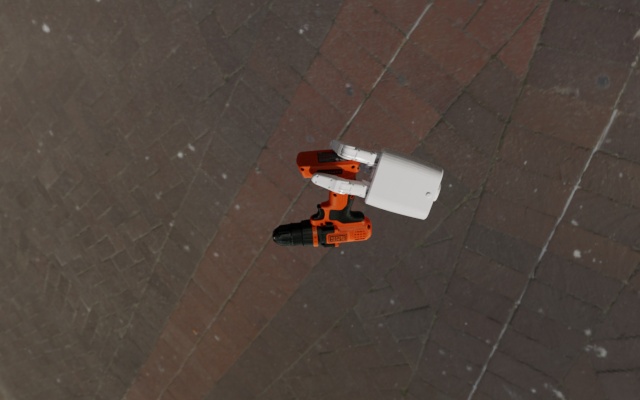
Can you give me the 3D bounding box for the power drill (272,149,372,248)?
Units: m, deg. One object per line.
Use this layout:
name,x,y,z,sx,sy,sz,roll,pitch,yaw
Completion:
power drill,0.000,0.002,0.847,0.184,0.188,0.057,-6,37,-4
